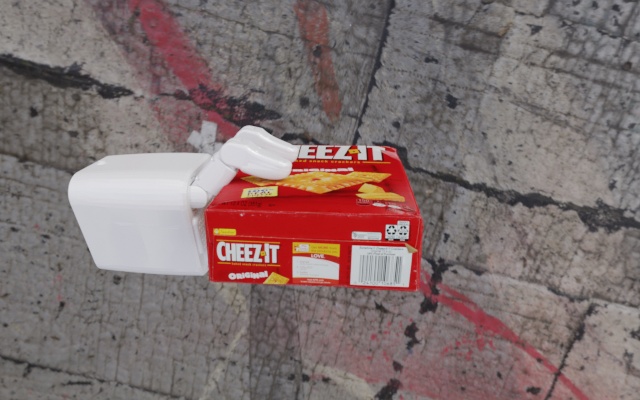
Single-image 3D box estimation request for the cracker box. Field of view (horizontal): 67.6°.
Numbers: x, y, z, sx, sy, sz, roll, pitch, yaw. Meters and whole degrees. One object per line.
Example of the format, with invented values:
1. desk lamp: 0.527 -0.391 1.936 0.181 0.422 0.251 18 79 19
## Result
1. cracker box: 0.000 0.002 0.453 0.164 0.072 0.213 2 20 3
